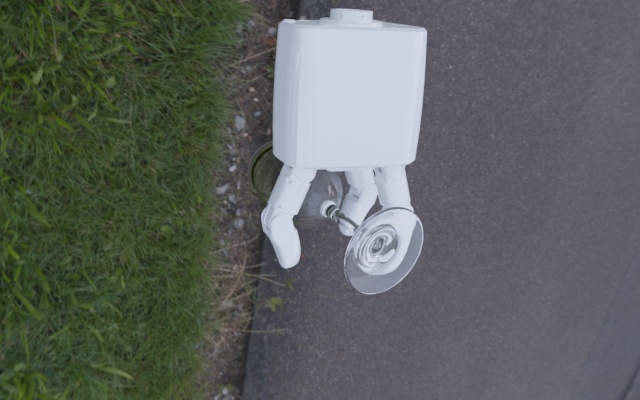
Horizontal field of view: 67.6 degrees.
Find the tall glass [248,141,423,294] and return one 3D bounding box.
[{"bbox_3d":[0.000,0.002,0.440,0.079,0.079,0.201,0,22,-33],"label":"tall glass"}]
